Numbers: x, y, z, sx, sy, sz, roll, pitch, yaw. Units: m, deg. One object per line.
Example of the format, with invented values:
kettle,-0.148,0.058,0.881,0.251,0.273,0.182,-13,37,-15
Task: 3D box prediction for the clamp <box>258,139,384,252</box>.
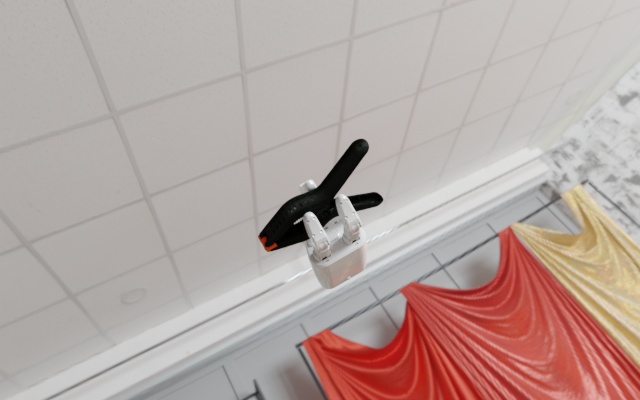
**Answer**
clamp,-0.001,0.002,0.708,0.210,0.036,0.165,-29,-35,-10
